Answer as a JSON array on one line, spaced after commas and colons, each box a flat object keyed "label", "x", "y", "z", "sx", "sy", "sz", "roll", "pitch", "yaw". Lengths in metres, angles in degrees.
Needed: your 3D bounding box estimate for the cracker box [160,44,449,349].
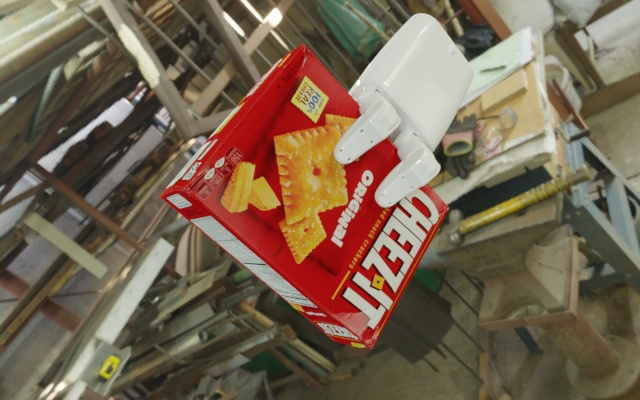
[{"label": "cracker box", "x": 0.000, "y": 0.001, "z": 0.423, "sx": 0.214, "sy": 0.164, "sz": 0.072, "roll": 44, "pitch": -24, "yaw": -20}]
